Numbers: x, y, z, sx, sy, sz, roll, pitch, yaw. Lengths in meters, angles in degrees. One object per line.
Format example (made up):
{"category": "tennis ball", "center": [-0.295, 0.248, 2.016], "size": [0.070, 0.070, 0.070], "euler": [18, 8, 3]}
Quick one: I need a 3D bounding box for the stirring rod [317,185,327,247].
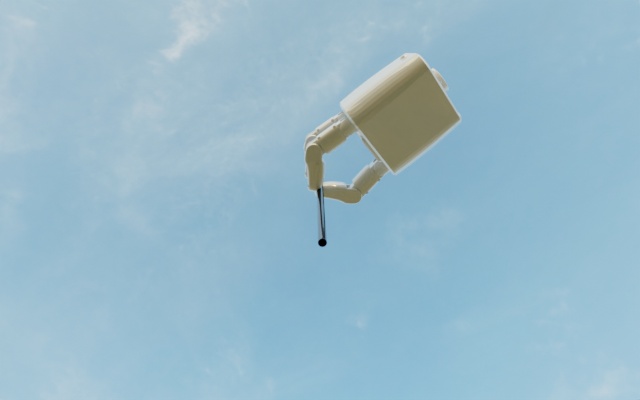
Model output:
{"category": "stirring rod", "center": [0.000, 0.002, 0.535], "size": [0.011, 0.011, 0.239], "euler": [0, 17, -1]}
